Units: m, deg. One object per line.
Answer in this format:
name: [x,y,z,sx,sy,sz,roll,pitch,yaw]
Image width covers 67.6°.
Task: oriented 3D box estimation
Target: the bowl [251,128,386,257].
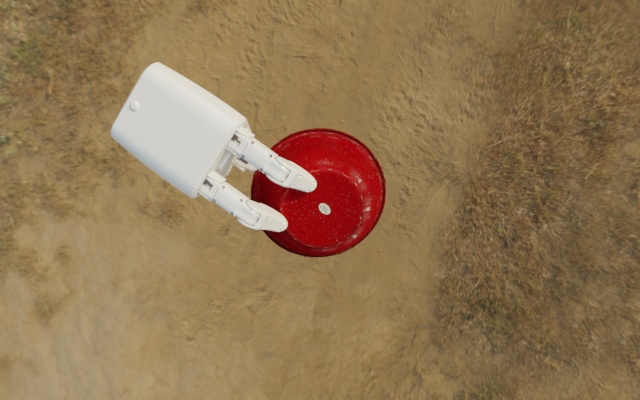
bowl: [0.001,0.002,0.545,0.162,0.162,0.055,0,18,-5]
